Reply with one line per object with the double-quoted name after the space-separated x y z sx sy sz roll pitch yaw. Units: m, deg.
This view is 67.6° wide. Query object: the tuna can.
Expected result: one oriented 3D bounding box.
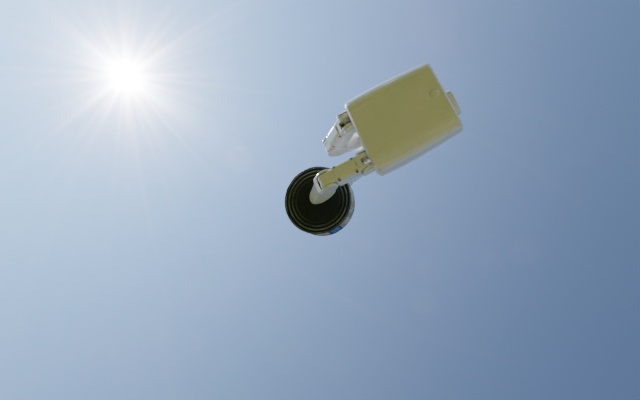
0.000 0.002 0.609 0.086 0.086 0.034 0 -10 15 "tuna can"
